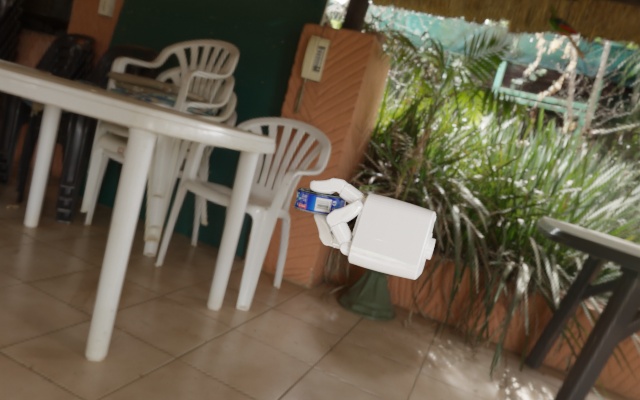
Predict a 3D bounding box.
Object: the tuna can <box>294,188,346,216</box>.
[{"bbox_3d":[0.000,0.002,0.805,0.086,0.034,0.086,10,5,-1],"label":"tuna can"}]
